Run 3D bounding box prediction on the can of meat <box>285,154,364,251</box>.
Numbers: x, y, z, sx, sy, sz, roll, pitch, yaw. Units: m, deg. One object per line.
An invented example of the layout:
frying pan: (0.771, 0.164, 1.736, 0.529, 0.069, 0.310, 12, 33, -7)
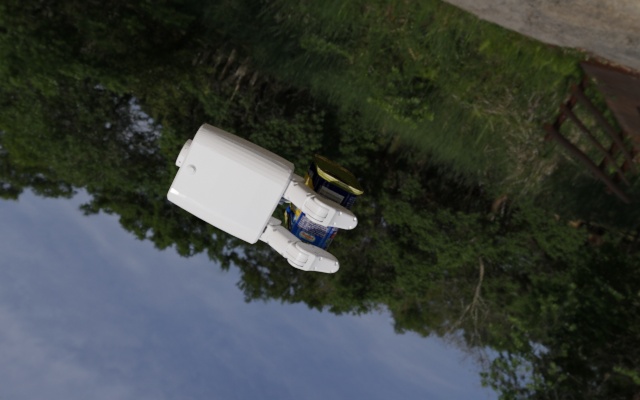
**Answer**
can of meat: (0.000, 0.002, 0.557, 0.057, 0.084, 0.102, 27, 13, -13)
